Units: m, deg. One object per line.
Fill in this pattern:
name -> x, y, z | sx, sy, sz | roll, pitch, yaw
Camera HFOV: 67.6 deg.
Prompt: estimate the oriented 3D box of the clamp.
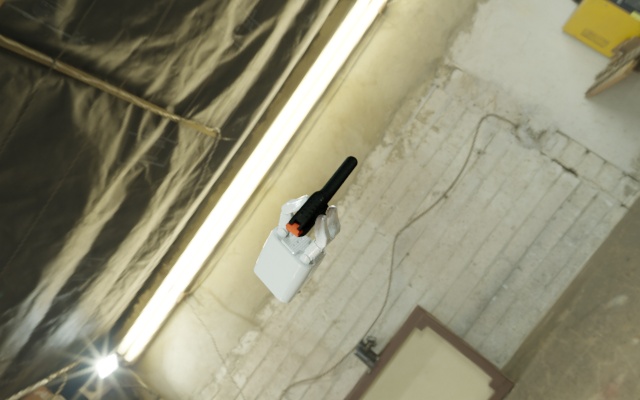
clamp -> -0.001, 0.003, 0.893 | 0.036, 0.165, 0.210 | 33, 27, 10
